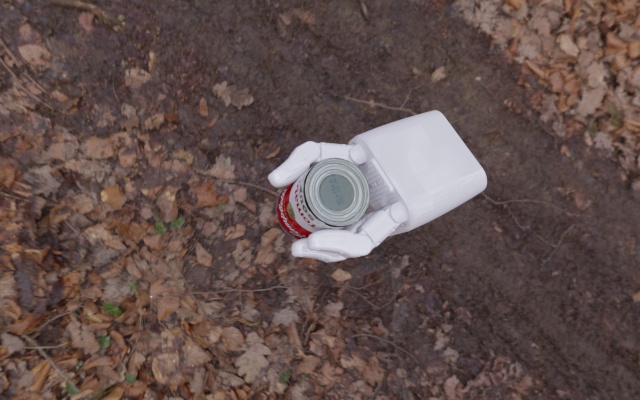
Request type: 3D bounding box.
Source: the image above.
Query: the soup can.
[{"bbox_3d":[0.000,0.002,0.484,0.068,0.068,0.102,0,-11,-20],"label":"soup can"}]
